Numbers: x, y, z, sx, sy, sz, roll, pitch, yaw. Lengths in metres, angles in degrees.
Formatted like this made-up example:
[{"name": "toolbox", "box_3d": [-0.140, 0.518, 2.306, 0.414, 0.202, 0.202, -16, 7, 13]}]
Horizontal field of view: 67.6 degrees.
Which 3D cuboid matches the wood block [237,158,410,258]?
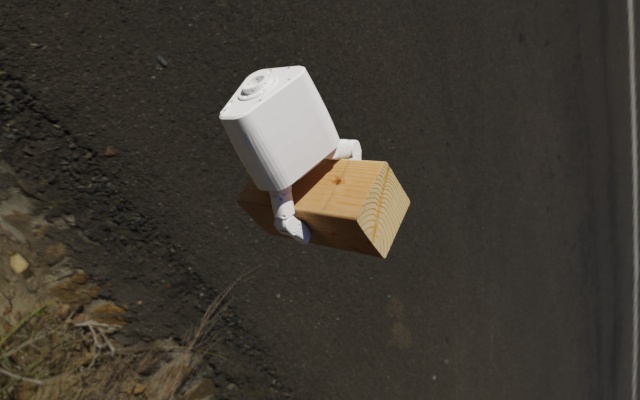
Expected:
[{"name": "wood block", "box_3d": [0.000, 0.002, 0.647, 0.206, 0.090, 0.090, 8, -31, 39]}]
